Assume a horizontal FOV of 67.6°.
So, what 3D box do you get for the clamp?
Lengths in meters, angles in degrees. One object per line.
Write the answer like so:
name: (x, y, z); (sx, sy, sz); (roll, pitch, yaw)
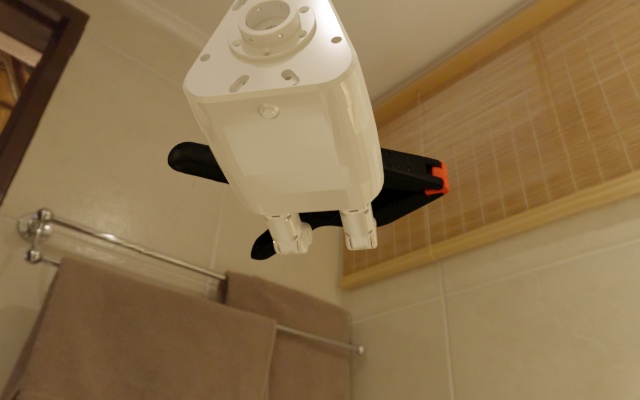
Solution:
clamp: (0.001, 0.000, 0.407); (0.210, 0.036, 0.165); (-4, -35, 11)
